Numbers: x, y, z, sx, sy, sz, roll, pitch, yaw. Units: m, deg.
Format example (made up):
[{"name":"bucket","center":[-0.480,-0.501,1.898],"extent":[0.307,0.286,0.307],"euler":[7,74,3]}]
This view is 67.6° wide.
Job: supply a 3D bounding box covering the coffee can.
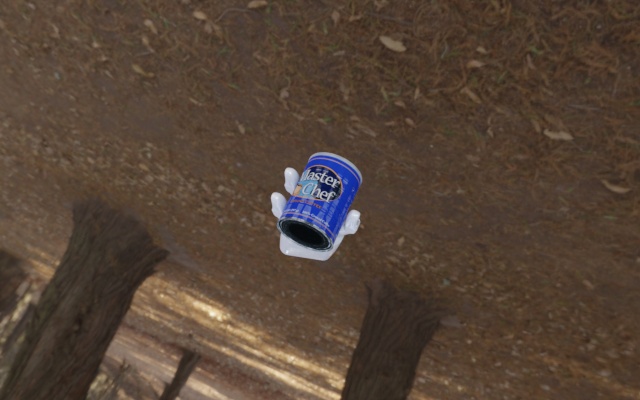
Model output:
[{"name":"coffee can","center":[0.000,0.003,0.823],"extent":[0.103,0.140,0.103],"euler":[20,-28,11]}]
